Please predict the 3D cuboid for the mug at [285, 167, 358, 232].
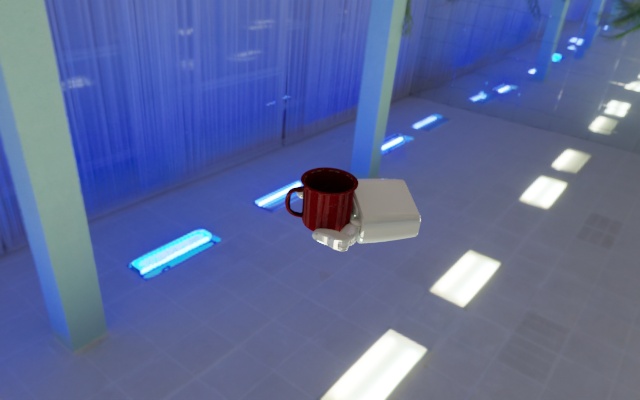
[{"bbox_3d":[-0.001,0.003,0.782,0.117,0.081,0.093,-3,31,-13],"label":"mug"}]
